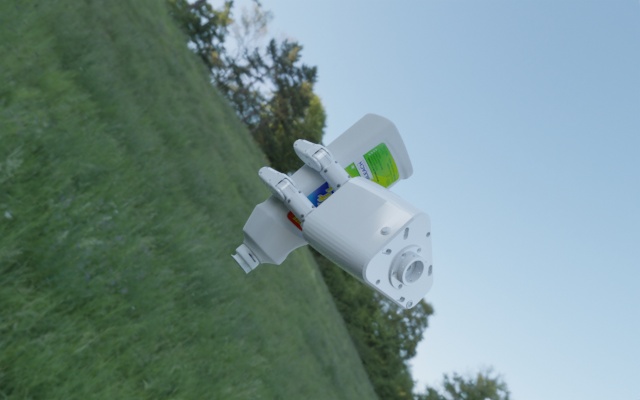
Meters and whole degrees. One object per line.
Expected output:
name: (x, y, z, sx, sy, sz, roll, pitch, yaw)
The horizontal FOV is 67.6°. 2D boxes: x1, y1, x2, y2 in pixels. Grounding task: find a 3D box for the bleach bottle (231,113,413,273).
bleach bottle: (0.000, 0.002, 0.594, 0.251, 0.103, 0.068, -41, 39, -15)
